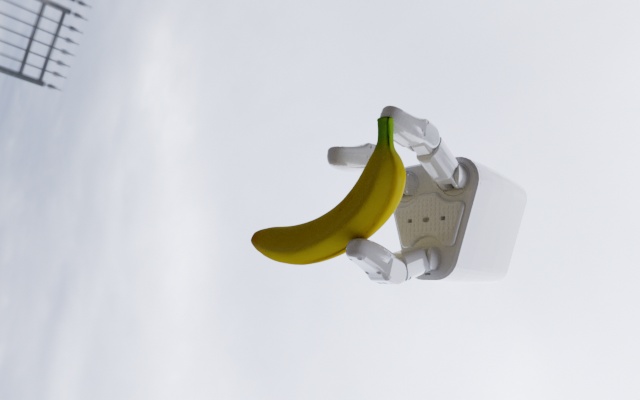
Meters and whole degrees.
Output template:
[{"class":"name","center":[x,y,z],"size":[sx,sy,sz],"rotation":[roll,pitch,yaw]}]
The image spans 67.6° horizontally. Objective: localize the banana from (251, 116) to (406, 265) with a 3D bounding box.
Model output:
[{"class":"banana","center":[0.007,0.015,0.407],"size":[0.037,0.069,0.198],"rotation":[9,-37,-42]}]
